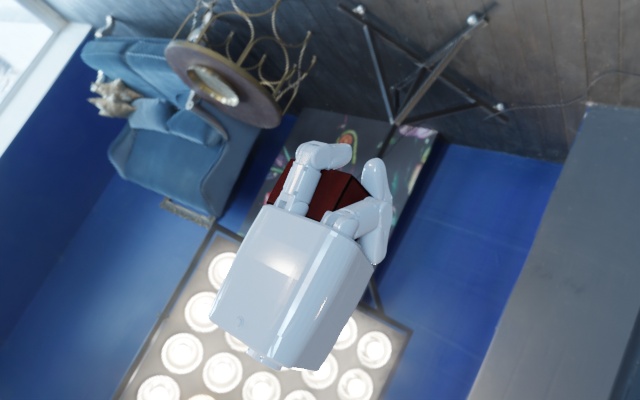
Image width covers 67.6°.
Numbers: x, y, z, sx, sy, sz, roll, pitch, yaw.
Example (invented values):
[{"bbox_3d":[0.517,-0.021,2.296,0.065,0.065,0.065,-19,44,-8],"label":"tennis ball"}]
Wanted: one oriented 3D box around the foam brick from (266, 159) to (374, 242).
[{"bbox_3d":[0.000,0.001,0.441,0.078,0.051,0.053,18,-15,40],"label":"foam brick"}]
